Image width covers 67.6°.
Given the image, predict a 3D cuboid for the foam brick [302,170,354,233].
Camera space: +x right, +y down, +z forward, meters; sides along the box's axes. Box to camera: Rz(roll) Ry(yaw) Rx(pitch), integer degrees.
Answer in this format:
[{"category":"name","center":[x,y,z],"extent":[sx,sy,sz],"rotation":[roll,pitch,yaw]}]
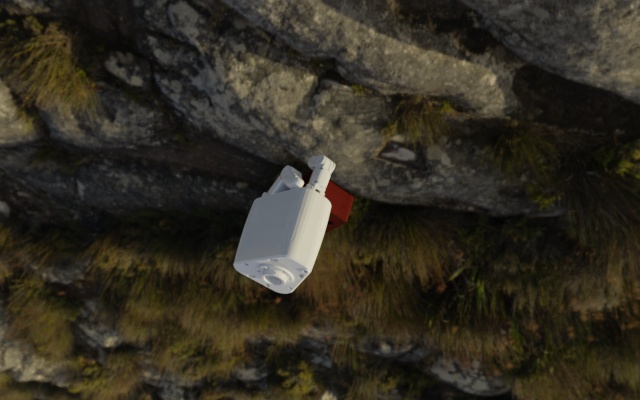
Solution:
[{"category":"foam brick","center":[0.000,0.002,0.694],"extent":[0.078,0.051,0.053],"rotation":[33,-39,-24]}]
